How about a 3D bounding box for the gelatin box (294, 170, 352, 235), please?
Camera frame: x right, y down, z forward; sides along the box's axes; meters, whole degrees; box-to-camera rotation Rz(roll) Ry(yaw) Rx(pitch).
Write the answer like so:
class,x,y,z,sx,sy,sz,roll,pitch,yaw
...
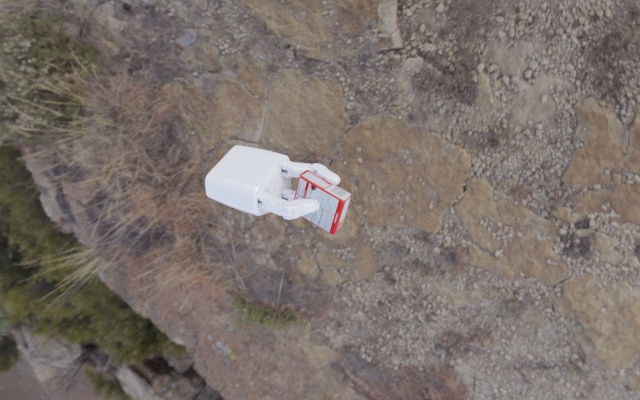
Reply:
class,x,y,z,sx,sy,sz,roll,pitch,yaw
gelatin box,0.000,0.003,0.775,0.089,0.073,0.030,31,39,20
